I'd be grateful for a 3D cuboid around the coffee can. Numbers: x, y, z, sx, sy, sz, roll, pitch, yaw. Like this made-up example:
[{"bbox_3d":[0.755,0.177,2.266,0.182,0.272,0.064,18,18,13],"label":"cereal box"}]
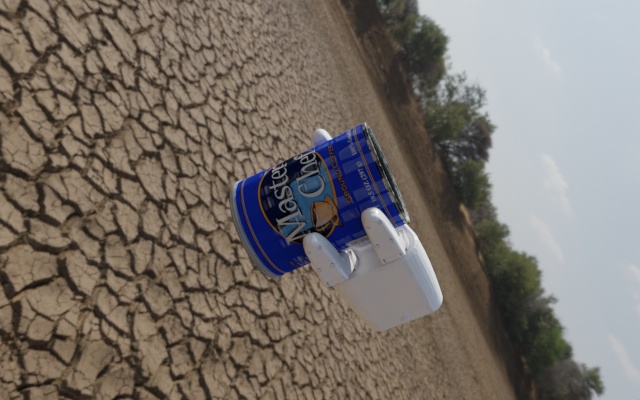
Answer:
[{"bbox_3d":[0.000,0.001,0.456,0.140,0.103,0.103,-24,-5,12],"label":"coffee can"}]
